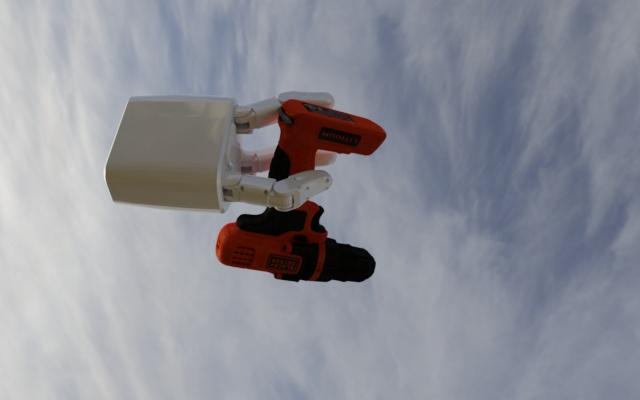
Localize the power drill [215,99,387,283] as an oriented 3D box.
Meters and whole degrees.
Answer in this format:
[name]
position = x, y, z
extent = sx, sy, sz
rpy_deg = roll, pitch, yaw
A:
[power drill]
position = 0.000, 0.001, 0.499
extent = 0.184, 0.188, 0.057
rpy_deg = 11, 21, -24
